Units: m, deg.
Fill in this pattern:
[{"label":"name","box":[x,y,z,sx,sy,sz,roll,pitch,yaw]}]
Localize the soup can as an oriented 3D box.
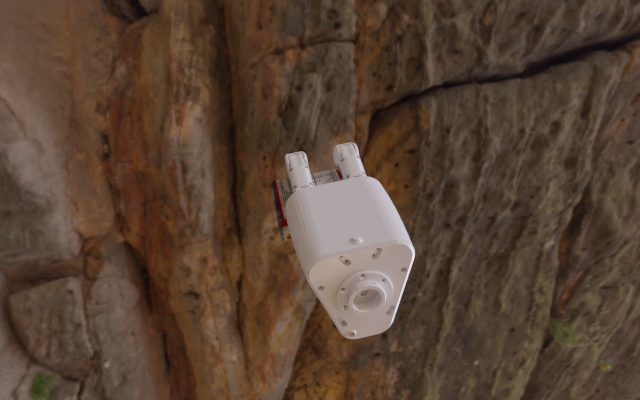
[{"label":"soup can","box":[0.000,0.002,0.527,0.102,0.068,0.068,-11,1,-5]}]
